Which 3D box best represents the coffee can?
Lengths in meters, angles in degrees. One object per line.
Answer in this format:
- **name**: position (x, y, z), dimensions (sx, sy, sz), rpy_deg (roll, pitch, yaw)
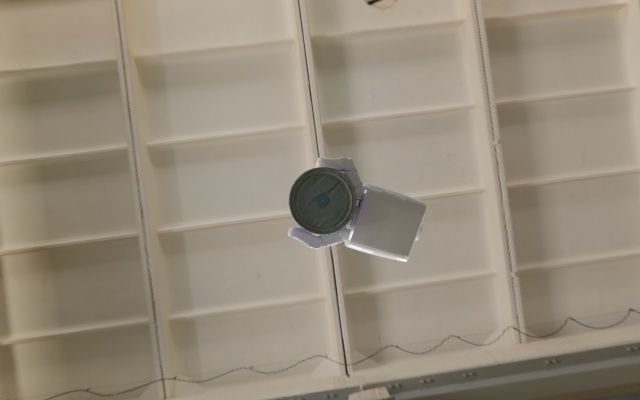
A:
- **coffee can**: position (0.000, 0.003, 0.785), dimensions (0.103, 0.103, 0.140), rpy_deg (0, -2, -3)
